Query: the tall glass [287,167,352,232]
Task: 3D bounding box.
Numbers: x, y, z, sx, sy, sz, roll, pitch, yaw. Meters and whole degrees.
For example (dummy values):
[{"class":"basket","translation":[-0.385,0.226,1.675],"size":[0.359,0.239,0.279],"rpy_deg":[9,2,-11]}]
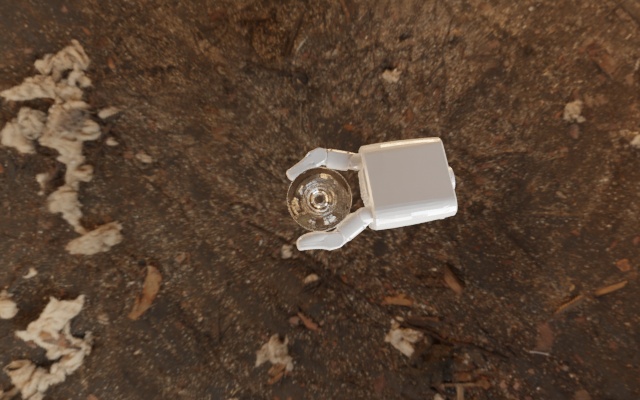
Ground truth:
[{"class":"tall glass","translation":[0.000,0.002,0.643],"size":[0.079,0.079,0.201],"rpy_deg":[0,-2,0]}]
